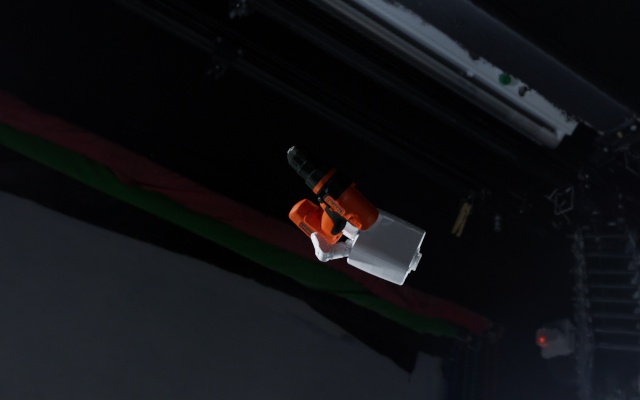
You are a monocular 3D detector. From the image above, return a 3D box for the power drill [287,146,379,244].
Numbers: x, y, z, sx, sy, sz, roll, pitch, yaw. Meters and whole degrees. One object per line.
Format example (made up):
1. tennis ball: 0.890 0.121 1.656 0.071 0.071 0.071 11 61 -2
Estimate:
1. power drill: 0.000 0.003 0.844 0.057 0.184 0.188 -45 -5 -25
